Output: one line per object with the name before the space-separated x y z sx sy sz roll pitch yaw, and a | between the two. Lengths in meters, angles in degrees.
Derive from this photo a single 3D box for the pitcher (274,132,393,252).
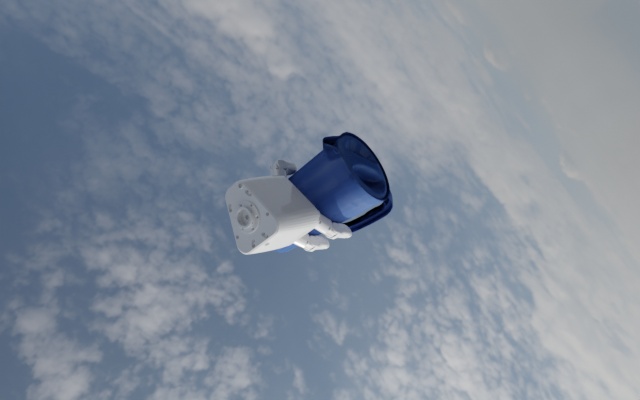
pitcher | 0.000 0.003 0.858 0.243 0.149 0.145 -34 -13 30
